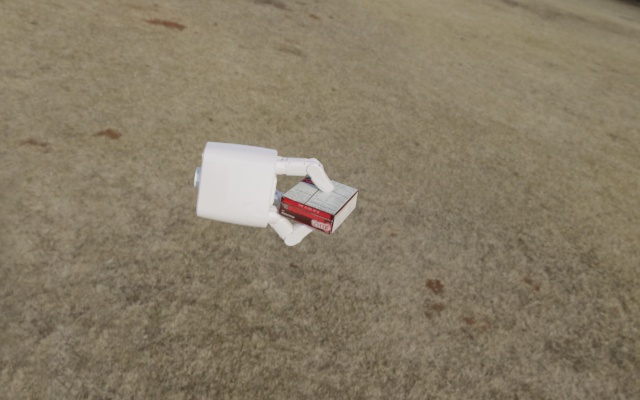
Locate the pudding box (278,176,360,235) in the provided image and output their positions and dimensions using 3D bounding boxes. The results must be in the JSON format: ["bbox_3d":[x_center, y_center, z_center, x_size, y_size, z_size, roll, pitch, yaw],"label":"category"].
[{"bbox_3d":[0.000,0.002,0.743,0.090,0.039,0.113,21,31,16],"label":"pudding box"}]
